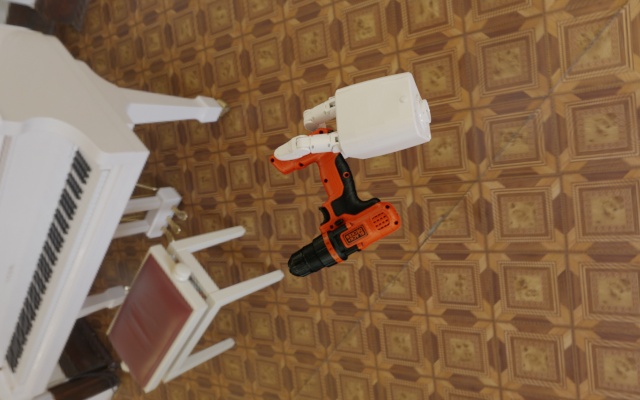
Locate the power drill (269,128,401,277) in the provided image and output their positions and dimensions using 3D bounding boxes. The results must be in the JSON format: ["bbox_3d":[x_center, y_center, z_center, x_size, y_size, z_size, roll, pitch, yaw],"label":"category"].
[{"bbox_3d":[0.000,0.002,0.711,0.184,0.187,0.057,-29,-3,10],"label":"power drill"}]
